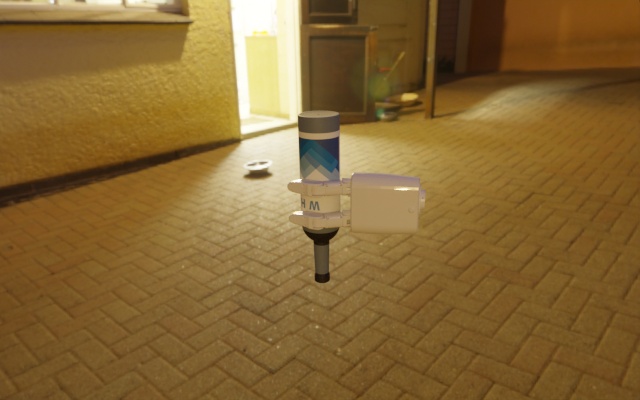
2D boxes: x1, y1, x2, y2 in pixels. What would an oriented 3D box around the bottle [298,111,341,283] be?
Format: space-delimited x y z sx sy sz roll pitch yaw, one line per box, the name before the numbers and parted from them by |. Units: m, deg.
bottle | 0.000 0.002 0.800 0.069 0.296 0.069 -1 20 0
